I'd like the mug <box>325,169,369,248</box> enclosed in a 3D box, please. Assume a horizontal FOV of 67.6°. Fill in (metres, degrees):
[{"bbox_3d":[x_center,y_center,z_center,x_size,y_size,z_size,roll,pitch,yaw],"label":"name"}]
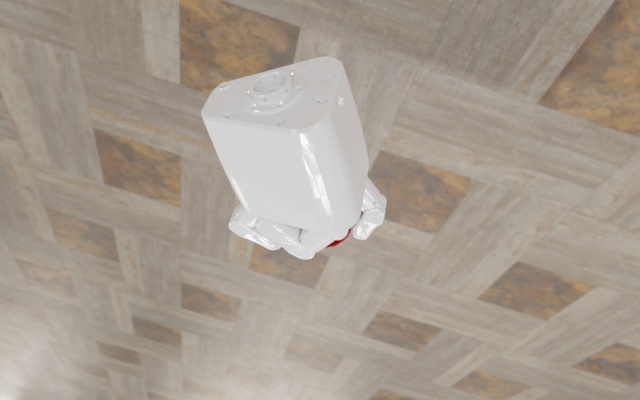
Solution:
[{"bbox_3d":[0.000,0.003,0.491,0.093,0.081,0.117,-1,-43,19],"label":"mug"}]
